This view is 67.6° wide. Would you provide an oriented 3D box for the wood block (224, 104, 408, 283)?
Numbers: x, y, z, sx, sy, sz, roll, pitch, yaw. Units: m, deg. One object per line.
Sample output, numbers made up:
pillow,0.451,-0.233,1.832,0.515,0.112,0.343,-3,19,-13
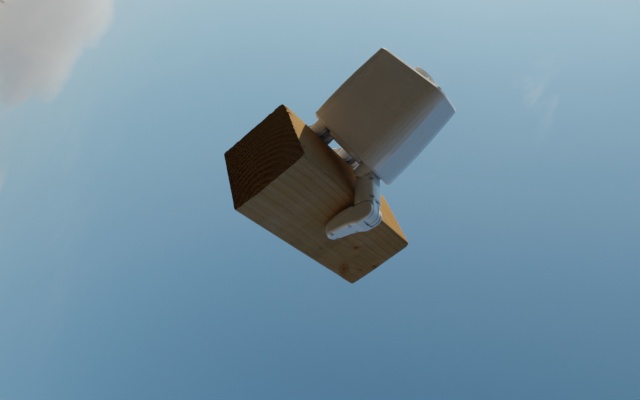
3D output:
wood block,0.001,0.002,0.537,0.090,0.090,0.206,-37,-46,16
